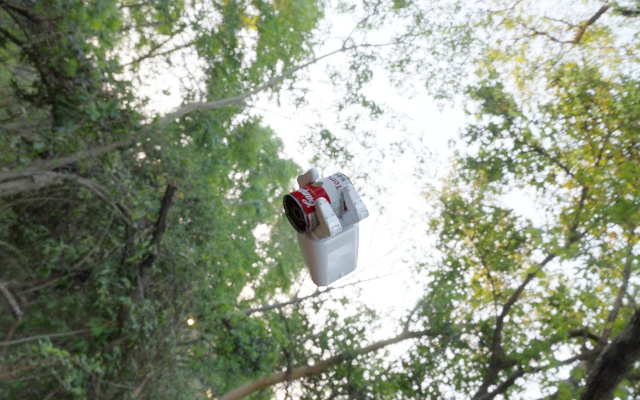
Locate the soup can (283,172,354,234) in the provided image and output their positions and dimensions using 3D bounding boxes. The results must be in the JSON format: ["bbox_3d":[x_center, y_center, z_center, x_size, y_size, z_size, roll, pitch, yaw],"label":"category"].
[{"bbox_3d":[0.000,0.002,0.769,0.102,0.068,0.068,-25,11,-26],"label":"soup can"}]
